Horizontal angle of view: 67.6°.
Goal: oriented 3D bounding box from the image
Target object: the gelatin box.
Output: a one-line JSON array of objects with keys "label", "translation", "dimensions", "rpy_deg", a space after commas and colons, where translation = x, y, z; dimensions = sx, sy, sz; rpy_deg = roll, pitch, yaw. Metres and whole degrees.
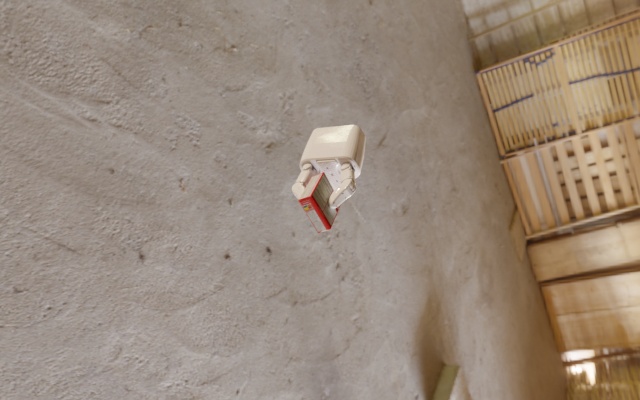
[{"label": "gelatin box", "translation": [0.000, 0.003, 0.854], "dimensions": [0.030, 0.073, 0.089], "rpy_deg": [-18, 25, 27]}]
